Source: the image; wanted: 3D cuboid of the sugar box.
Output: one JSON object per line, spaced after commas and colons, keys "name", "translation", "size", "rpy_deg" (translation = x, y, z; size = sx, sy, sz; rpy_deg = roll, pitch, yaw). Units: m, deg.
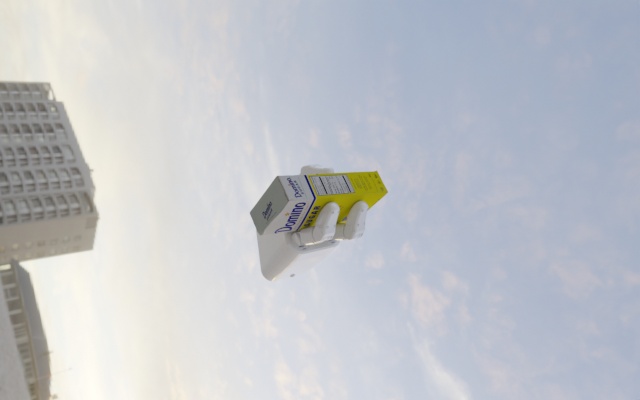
{"name": "sugar box", "translation": [0.000, 0.003, 0.666], "size": [0.176, 0.048, 0.093], "rpy_deg": [-9, -27, -39]}
